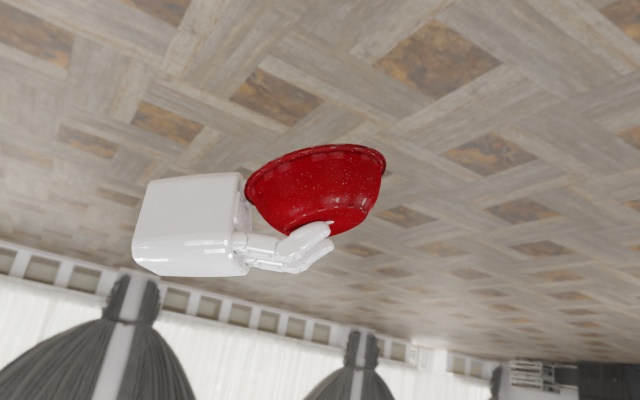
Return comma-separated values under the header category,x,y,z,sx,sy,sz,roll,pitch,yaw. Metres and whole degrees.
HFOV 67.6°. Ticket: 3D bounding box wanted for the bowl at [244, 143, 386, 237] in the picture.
category,x,y,z,sx,sy,sz,roll,pitch,yaw
bowl,0.001,0.002,0.522,0.162,0.055,0.162,-11,-22,-5
